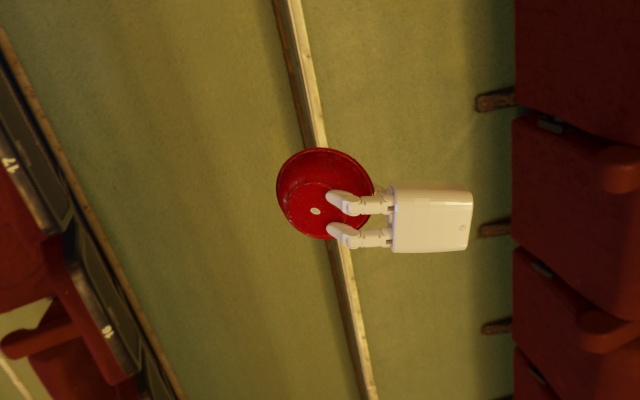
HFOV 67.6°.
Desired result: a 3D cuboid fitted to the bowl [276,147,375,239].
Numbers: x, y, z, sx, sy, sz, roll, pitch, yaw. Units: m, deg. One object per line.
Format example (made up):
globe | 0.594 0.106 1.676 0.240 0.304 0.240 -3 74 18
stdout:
bowl | -0.001 0.003 0.734 0.162 0.162 0.055 0 27 16
